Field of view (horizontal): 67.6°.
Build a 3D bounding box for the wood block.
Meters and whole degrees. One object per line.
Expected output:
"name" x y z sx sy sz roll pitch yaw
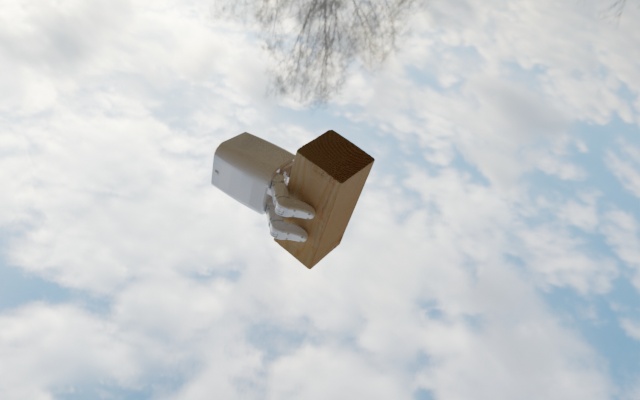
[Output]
"wood block" 0.000 0.002 0.774 0.090 0.206 0.090 37 47 18
